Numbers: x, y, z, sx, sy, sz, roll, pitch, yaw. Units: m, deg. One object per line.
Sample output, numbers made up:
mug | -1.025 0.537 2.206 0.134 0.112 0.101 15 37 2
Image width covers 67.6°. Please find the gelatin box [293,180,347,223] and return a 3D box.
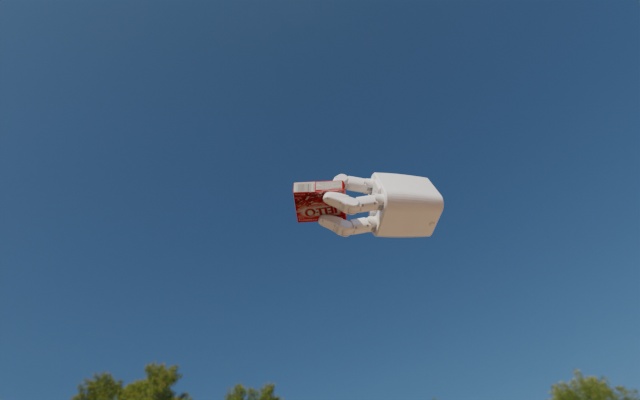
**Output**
gelatin box | 0.000 0.002 0.833 0.089 0.073 0.030 -2 43 4
